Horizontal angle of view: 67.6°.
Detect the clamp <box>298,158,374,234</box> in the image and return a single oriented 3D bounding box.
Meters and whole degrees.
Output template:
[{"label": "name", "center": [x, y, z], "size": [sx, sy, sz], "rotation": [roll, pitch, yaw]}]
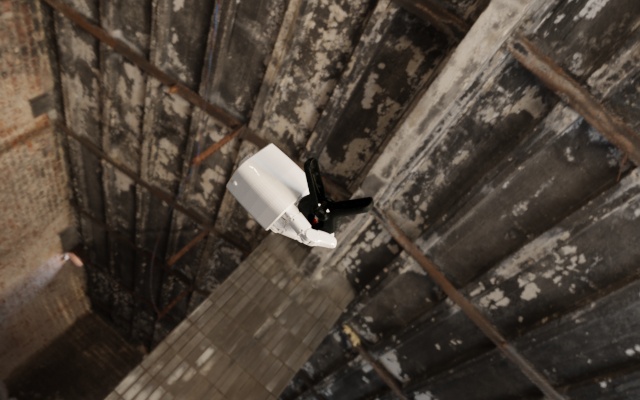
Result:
[{"label": "clamp", "center": [0.000, 0.002, 0.764], "size": [0.039, 0.120, 0.171], "rotation": [-46, 2, -37]}]
